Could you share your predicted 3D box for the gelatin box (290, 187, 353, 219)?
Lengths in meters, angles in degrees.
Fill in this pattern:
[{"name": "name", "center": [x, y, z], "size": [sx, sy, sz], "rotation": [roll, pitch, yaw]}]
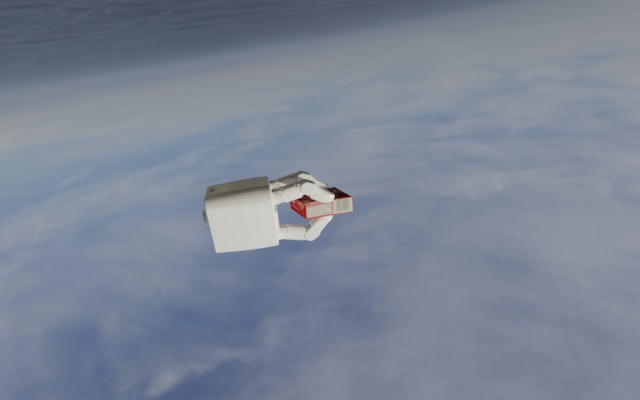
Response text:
[{"name": "gelatin box", "center": [0.000, 0.003, 0.813], "size": [0.089, 0.030, 0.073], "rotation": [-9, 17, -20]}]
